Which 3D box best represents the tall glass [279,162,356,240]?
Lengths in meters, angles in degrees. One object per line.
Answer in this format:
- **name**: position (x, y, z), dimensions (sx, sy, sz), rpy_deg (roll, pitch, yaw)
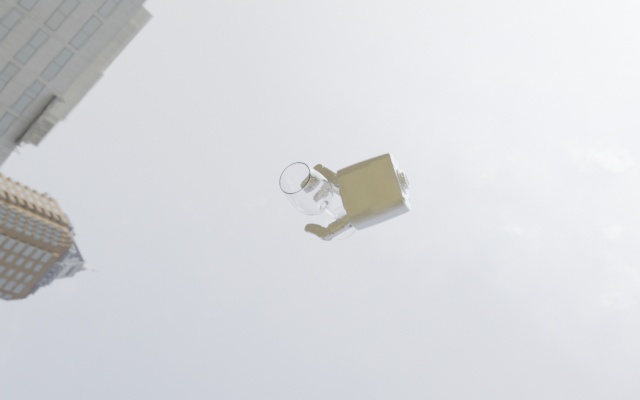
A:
- **tall glass**: position (0.000, 0.003, 0.891), dimensions (0.079, 0.079, 0.201), rpy_deg (0, -25, 30)
